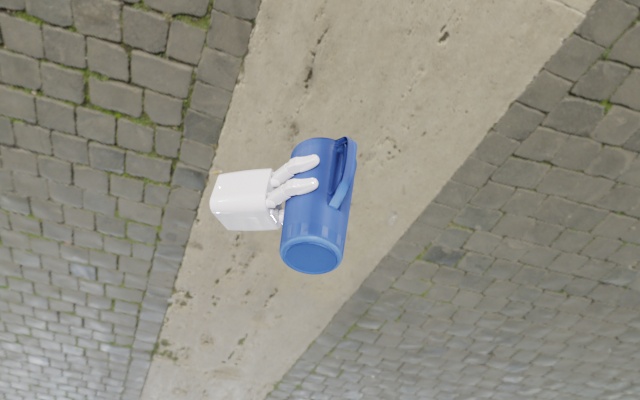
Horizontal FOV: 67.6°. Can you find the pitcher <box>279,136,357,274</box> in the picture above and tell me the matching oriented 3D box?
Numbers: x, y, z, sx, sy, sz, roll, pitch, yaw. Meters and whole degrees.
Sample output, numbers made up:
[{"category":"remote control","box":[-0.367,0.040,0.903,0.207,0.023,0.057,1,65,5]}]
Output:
[{"category":"pitcher","box":[0.000,0.003,0.868,0.145,0.242,0.149,-4,-43,12]}]
